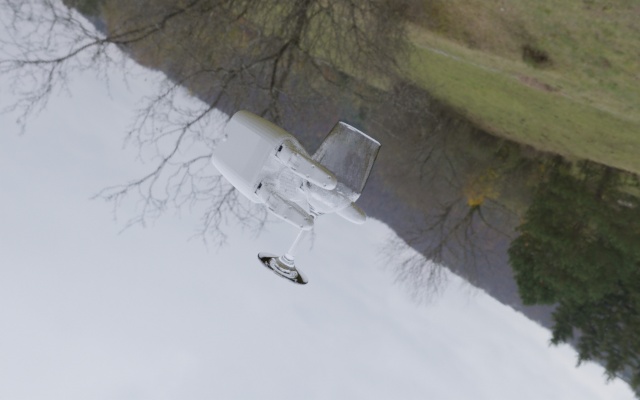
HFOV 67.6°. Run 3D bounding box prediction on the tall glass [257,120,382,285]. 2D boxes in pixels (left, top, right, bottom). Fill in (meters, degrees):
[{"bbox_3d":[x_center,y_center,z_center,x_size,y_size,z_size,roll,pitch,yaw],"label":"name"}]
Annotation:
[{"bbox_3d":[0.000,0.003,0.601,0.079,0.201,0.079,29,8,-4],"label":"tall glass"}]
